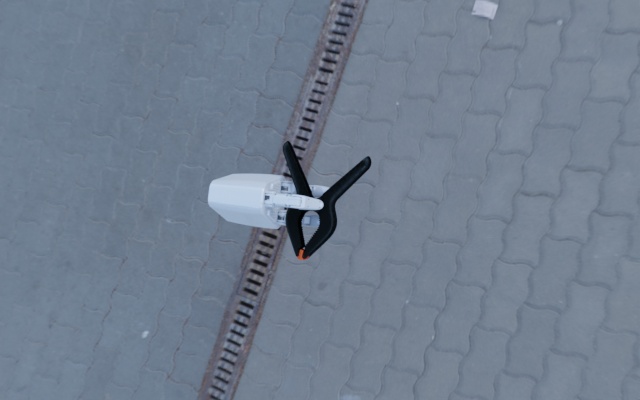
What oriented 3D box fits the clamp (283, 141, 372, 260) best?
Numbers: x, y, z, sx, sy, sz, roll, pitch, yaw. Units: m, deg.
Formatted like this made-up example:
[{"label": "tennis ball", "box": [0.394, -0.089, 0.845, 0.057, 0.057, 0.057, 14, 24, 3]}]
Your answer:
[{"label": "clamp", "box": [0.000, 0.003, 0.839, 0.164, 0.210, 0.036, 6, -3, 18]}]
